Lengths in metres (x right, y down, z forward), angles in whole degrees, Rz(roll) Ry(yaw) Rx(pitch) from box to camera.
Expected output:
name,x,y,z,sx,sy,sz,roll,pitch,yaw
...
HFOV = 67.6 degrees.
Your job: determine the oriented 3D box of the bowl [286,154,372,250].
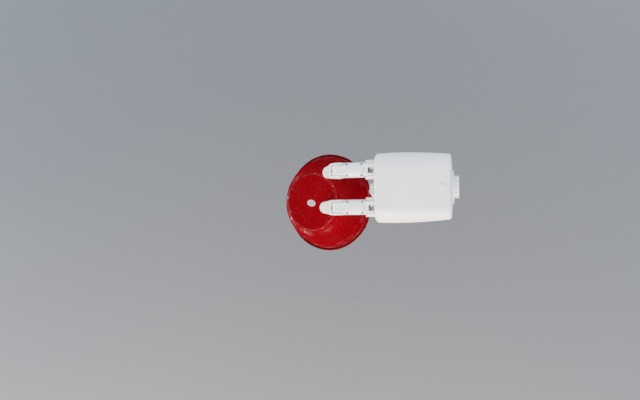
name,x,y,z,sx,sy,sz,roll,pitch,yaw
bowl,-0.001,0.003,0.782,0.162,0.162,0.055,0,-1,31
